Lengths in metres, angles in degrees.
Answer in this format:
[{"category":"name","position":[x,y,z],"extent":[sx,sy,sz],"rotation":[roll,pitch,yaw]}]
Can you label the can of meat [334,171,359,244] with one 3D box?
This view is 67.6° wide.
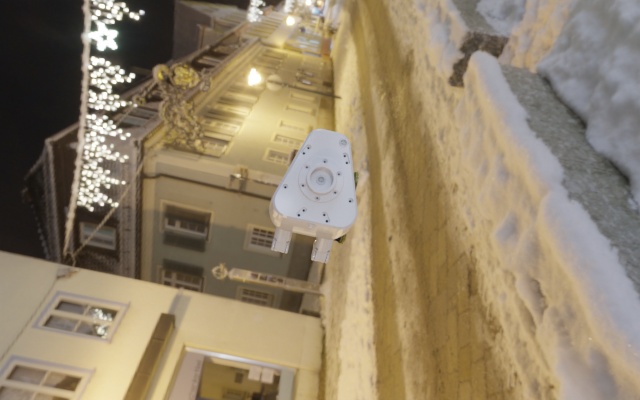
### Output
[{"category":"can of meat","position":[0.000,0.002,0.657],"extent":[0.084,0.102,0.057],"rotation":[12,-6,-3]}]
